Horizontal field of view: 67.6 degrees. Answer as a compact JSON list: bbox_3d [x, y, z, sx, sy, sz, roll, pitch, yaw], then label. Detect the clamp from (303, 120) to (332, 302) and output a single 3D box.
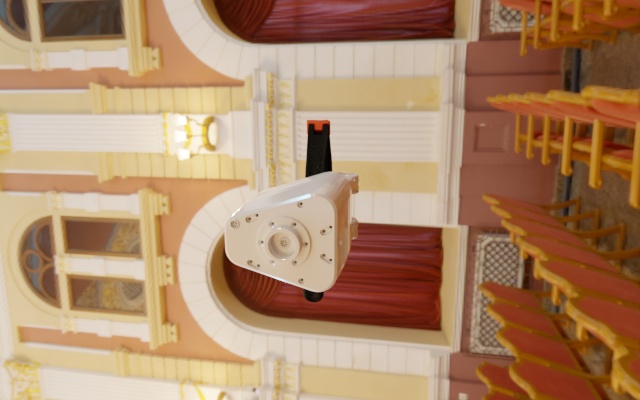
[{"bbox_3d":[-0.001,0.002,0.613,0.036,0.210,0.164,1,12,6],"label":"clamp"}]
